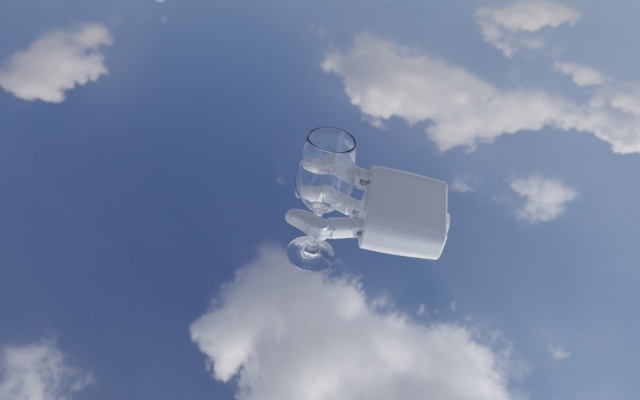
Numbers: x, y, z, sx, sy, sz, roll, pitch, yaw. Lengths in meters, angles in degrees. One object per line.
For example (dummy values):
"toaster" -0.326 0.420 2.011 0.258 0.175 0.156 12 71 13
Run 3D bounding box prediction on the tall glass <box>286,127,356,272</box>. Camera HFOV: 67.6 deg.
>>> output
"tall glass" 0.000 0.003 0.651 0.079 0.201 0.079 6 38 -5
